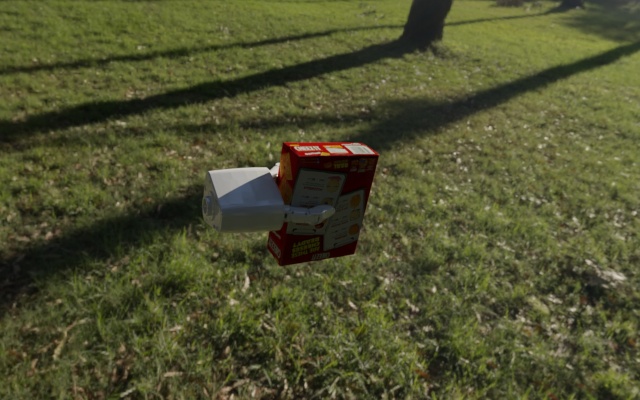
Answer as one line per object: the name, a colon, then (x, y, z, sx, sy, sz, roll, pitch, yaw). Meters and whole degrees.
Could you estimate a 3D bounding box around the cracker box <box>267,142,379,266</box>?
cracker box: (0.000, 0.003, 0.863, 0.164, 0.214, 0.072, -5, 31, -30)
